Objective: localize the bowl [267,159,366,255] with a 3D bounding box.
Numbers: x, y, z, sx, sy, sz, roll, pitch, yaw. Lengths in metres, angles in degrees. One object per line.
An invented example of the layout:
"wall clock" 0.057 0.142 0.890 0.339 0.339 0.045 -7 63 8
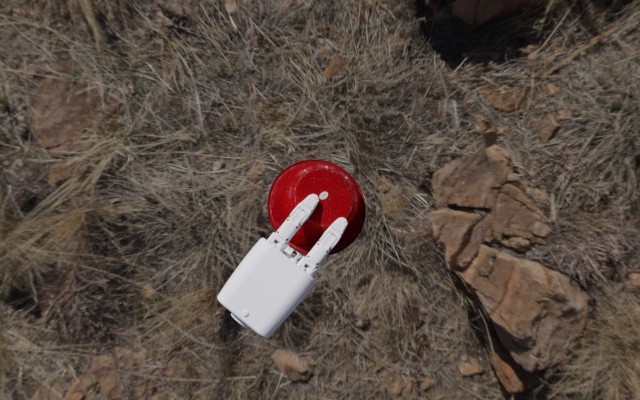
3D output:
"bowl" 0.001 0.001 0.742 0.162 0.162 0.055 0 -17 -13
